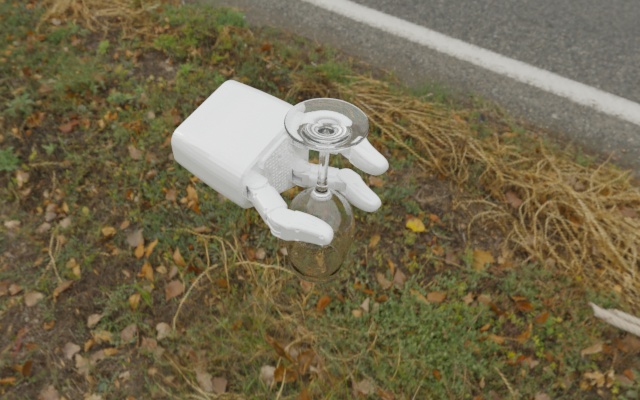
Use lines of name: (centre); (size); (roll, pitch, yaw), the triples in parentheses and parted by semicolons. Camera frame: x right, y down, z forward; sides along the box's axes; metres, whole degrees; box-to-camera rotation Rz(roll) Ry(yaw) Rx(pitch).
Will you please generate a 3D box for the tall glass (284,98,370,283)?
tall glass: (0.000, 0.001, 0.483); (0.079, 0.079, 0.201); (0, -44, -4)
